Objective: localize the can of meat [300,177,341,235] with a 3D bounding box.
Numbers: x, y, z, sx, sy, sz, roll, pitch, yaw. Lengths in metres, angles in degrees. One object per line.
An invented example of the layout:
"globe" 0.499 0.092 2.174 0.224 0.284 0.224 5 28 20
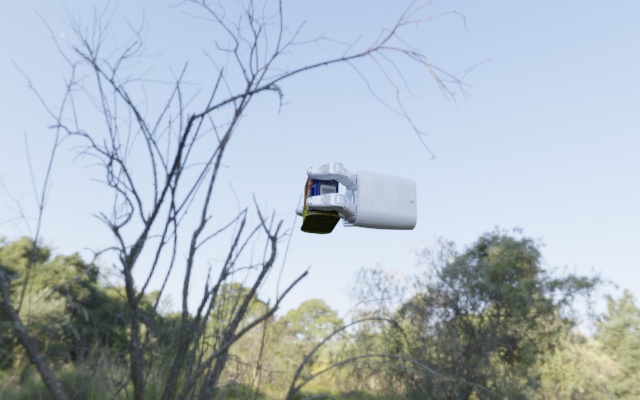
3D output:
"can of meat" 0.000 0.002 0.818 0.057 0.084 0.102 6 -22 -8
